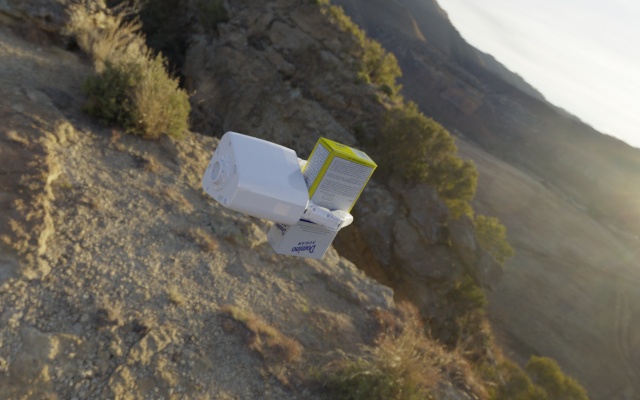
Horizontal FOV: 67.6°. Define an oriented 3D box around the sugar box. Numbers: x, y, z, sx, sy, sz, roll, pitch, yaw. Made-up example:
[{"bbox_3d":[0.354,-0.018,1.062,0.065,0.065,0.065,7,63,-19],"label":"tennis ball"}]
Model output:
[{"bbox_3d":[0.000,0.002,0.701,0.093,0.176,0.048,14,26,-40],"label":"sugar box"}]
